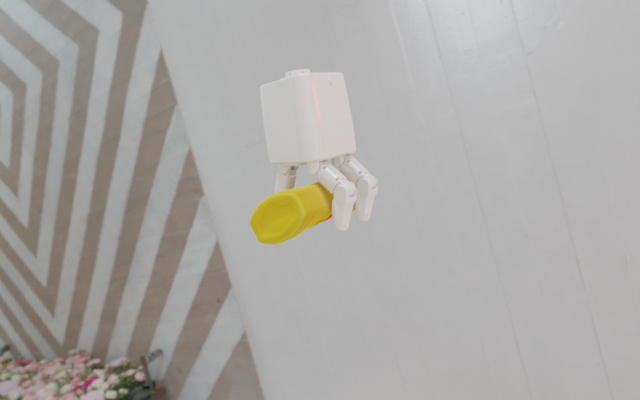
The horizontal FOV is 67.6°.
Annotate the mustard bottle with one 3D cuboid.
[{"bbox_3d":[0.000,0.002,0.645,0.096,0.058,0.191,-33,-8,38],"label":"mustard bottle"}]
